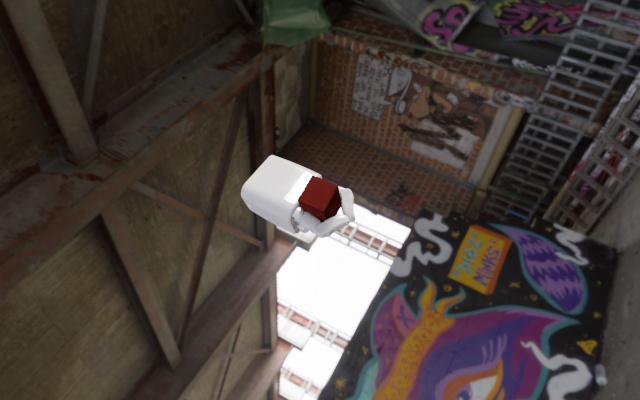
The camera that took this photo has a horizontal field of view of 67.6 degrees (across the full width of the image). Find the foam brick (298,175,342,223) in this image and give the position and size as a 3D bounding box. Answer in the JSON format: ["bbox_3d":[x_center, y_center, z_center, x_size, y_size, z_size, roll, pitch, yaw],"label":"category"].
[{"bbox_3d":[0.000,0.002,0.809,0.051,0.053,0.078,26,-18,17],"label":"foam brick"}]
